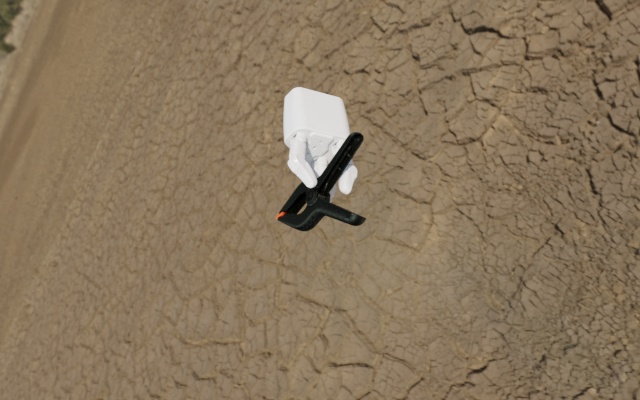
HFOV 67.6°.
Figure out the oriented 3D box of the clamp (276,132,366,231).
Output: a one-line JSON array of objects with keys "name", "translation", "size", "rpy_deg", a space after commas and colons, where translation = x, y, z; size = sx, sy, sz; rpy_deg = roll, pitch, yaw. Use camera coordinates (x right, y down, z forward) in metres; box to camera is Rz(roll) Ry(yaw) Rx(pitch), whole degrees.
[{"name": "clamp", "translation": [-0.001, 0.002, 0.783], "size": [0.036, 0.164, 0.210], "rpy_deg": [25, -45, -33]}]
